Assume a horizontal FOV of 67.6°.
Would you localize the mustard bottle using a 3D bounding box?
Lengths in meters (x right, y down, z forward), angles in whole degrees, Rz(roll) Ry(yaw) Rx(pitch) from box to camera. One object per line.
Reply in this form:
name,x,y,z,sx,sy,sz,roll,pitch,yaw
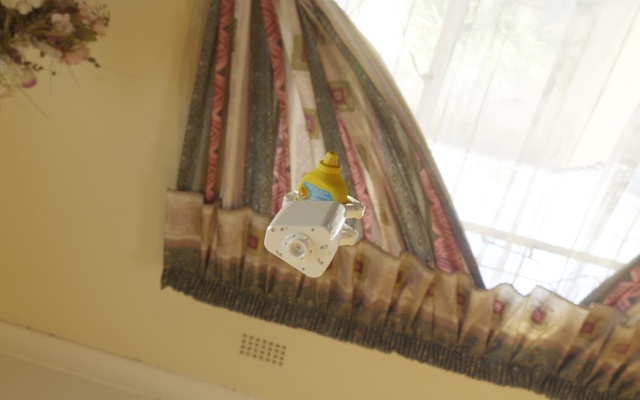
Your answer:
mustard bottle,0.000,0.003,0.874,0.096,0.192,0.058,28,26,31
